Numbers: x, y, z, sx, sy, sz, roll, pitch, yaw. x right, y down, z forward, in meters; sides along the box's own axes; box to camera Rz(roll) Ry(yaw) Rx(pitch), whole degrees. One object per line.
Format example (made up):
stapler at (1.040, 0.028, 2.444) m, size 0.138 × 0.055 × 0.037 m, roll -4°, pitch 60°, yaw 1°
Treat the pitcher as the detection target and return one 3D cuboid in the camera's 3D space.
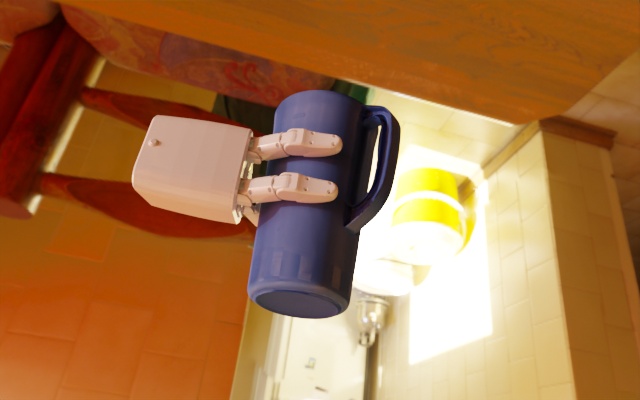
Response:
pitcher at (0.000, 0.002, 0.542) m, size 0.145 × 0.242 × 0.149 m, roll 11°, pitch -29°, yaw -4°
